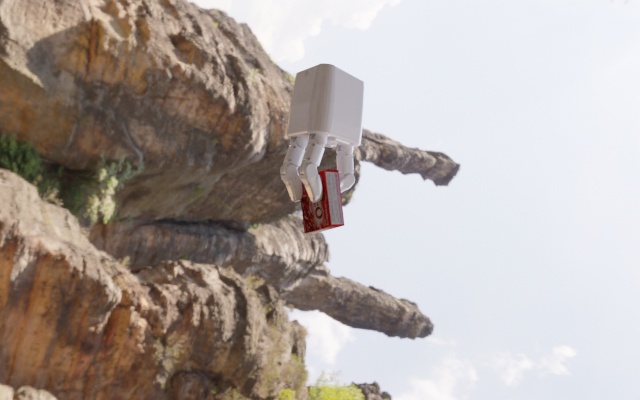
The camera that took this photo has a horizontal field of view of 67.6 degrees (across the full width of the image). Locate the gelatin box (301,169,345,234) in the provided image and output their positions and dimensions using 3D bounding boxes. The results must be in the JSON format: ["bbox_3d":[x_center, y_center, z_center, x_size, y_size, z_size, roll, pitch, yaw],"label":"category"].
[{"bbox_3d":[0.001,0.003,0.738,0.030,0.089,0.073,0,-12,-35],"label":"gelatin box"}]
